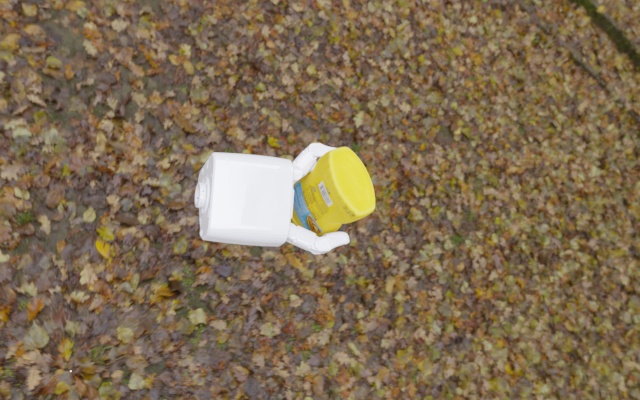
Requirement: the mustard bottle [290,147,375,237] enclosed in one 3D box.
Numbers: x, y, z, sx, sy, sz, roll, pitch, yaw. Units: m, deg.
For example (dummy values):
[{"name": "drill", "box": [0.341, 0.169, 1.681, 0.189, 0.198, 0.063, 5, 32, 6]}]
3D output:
[{"name": "mustard bottle", "box": [0.001, 0.002, 0.687, 0.058, 0.096, 0.192, -21, -7, -32]}]
